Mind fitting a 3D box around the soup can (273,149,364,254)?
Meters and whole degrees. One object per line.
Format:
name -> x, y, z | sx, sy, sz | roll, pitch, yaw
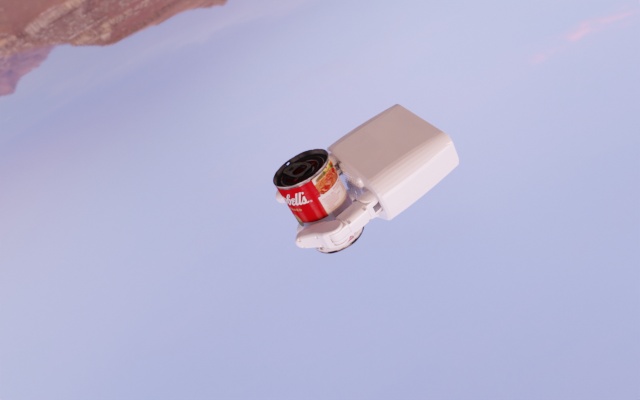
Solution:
soup can -> 0.000, 0.002, 0.540 | 0.068, 0.102, 0.068 | -22, 31, 14
